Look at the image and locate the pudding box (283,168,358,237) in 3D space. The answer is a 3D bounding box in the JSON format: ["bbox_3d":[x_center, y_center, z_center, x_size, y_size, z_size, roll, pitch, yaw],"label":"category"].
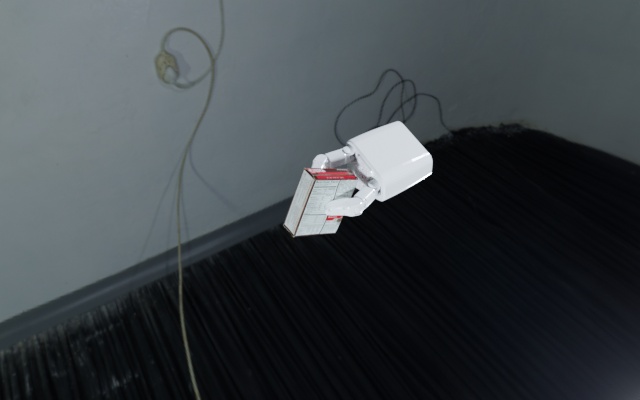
[{"bbox_3d":[0.000,0.003,0.765,0.090,0.113,0.039,-1,33,-37],"label":"pudding box"}]
